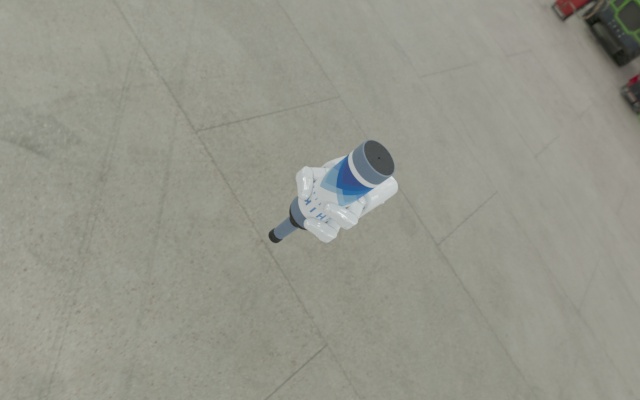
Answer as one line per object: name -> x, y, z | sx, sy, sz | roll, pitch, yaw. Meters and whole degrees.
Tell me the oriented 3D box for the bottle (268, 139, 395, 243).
bottle -> 0.000, 0.003, 0.814 | 0.069, 0.069, 0.296 | 0, -27, -42
